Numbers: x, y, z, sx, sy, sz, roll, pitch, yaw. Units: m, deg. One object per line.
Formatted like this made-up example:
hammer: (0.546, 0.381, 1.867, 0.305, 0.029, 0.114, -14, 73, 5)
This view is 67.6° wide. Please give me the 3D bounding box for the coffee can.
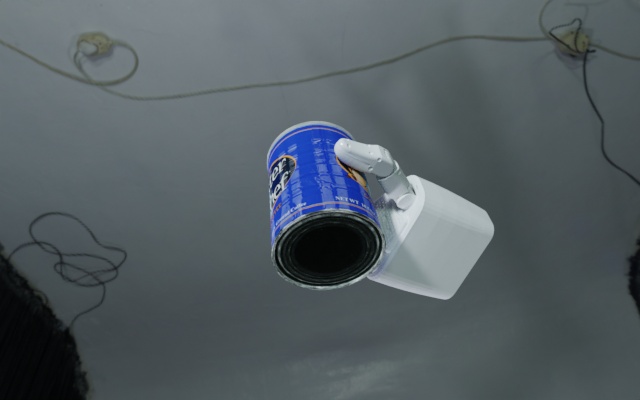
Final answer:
coffee can: (0.000, 0.001, 0.474, 0.103, 0.103, 0.140, 0, 41, -8)
